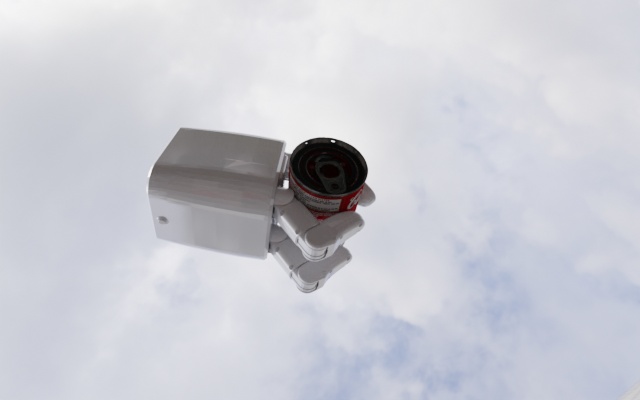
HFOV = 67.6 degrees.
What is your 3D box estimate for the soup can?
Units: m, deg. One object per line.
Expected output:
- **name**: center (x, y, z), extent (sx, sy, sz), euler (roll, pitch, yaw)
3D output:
- **soup can**: center (0.001, 0.002, 0.444), extent (0.068, 0.068, 0.102), euler (0, -39, -11)
